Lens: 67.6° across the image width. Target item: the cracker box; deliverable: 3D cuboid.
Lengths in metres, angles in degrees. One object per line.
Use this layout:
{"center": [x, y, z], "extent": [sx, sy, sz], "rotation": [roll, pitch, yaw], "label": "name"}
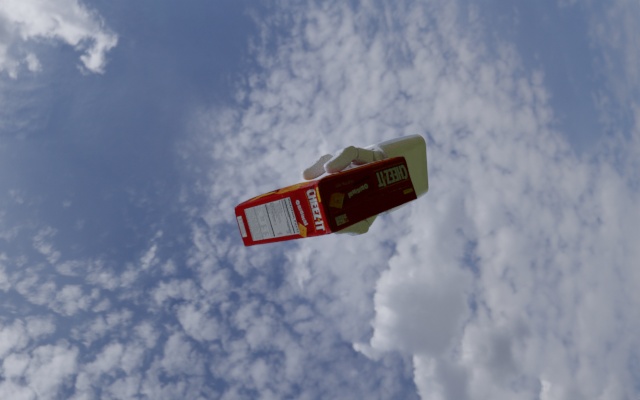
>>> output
{"center": [0.000, 0.002, 0.682], "extent": [0.164, 0.072, 0.214], "rotation": [-19, 3, -39], "label": "cracker box"}
